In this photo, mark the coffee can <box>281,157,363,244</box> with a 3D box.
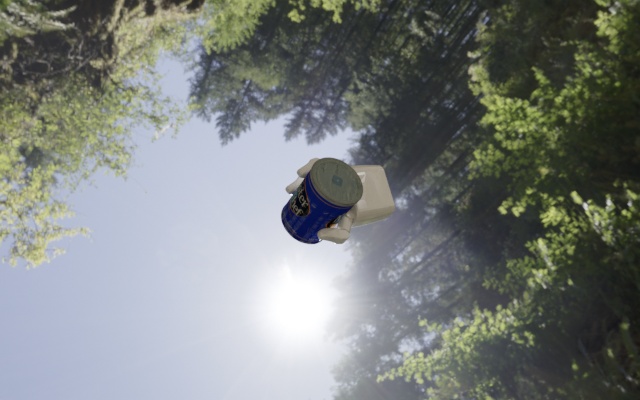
[{"bbox_3d":[0.000,0.003,0.882,0.103,0.102,0.140,0,-33,-32],"label":"coffee can"}]
